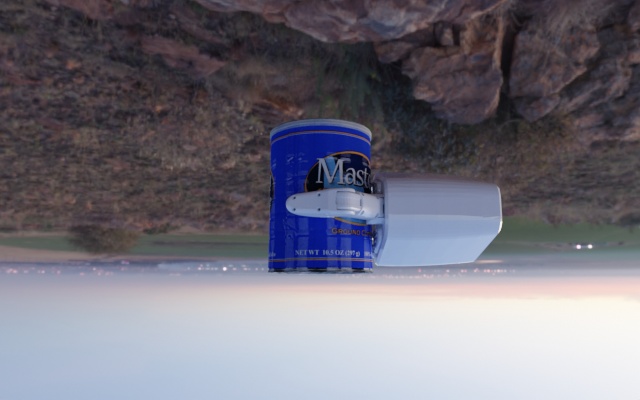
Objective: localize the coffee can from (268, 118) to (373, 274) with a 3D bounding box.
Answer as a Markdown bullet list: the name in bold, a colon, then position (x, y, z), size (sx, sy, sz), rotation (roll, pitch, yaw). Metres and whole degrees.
- **coffee can**: position (0.000, 0.001, 0.474), size (0.103, 0.140, 0.103), rotation (0, -9, 0)
